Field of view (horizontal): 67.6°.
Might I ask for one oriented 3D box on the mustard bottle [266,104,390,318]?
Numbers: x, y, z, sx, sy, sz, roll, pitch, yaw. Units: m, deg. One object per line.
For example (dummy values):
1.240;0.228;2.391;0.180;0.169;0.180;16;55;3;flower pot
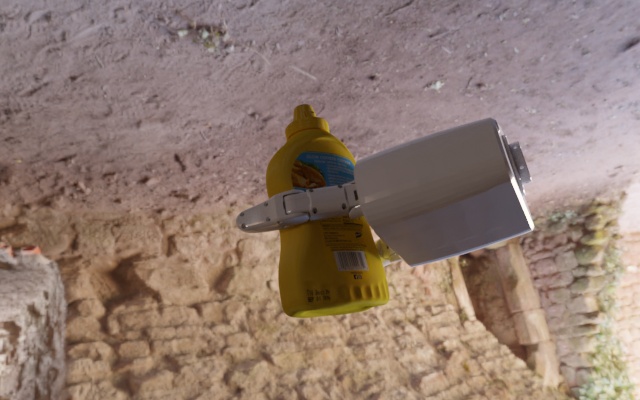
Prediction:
0.000;0.002;0.419;0.096;0.191;0.058;5;-24;-37;mustard bottle
